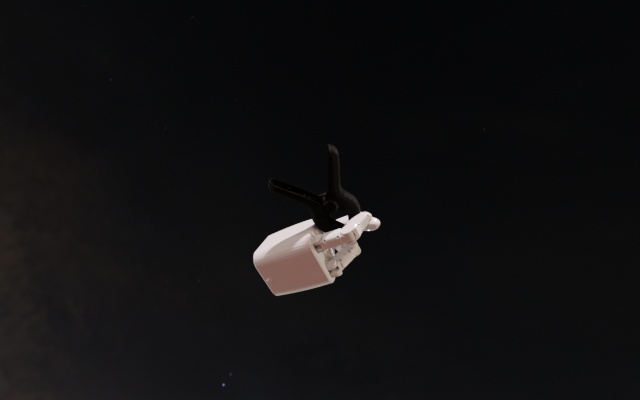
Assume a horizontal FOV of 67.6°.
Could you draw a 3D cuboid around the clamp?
[{"bbox_3d":[0.000,0.002,0.750,0.120,0.171,0.039,-19,29,17],"label":"clamp"}]
